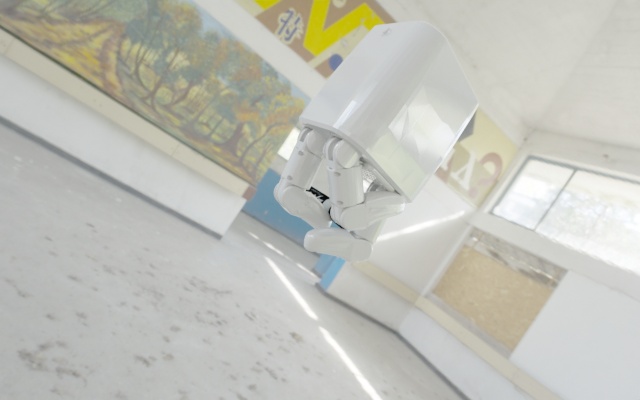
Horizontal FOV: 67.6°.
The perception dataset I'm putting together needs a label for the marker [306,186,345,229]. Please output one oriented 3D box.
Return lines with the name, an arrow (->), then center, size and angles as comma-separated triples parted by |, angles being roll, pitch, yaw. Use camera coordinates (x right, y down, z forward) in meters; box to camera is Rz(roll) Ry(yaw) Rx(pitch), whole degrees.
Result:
marker -> 0.000, 0.002, 0.455 | 0.020, 0.020, 0.121 | 0, 16, -26
